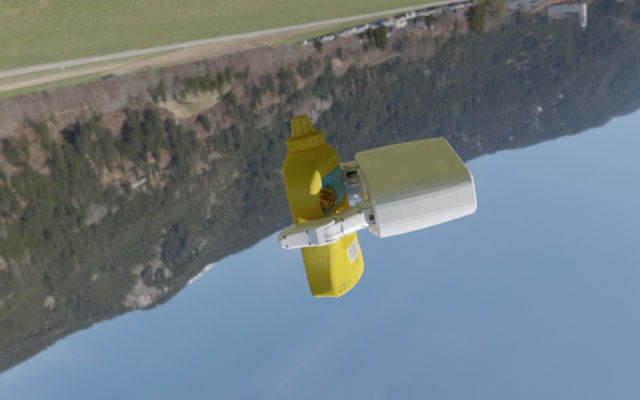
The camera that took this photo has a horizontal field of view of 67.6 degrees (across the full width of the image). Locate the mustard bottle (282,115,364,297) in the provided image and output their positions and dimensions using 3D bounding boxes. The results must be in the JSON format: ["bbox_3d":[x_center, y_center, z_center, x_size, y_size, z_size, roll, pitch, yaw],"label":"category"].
[{"bbox_3d":[0.000,0.002,0.524,0.058,0.192,0.096,-5,18,24],"label":"mustard bottle"}]
